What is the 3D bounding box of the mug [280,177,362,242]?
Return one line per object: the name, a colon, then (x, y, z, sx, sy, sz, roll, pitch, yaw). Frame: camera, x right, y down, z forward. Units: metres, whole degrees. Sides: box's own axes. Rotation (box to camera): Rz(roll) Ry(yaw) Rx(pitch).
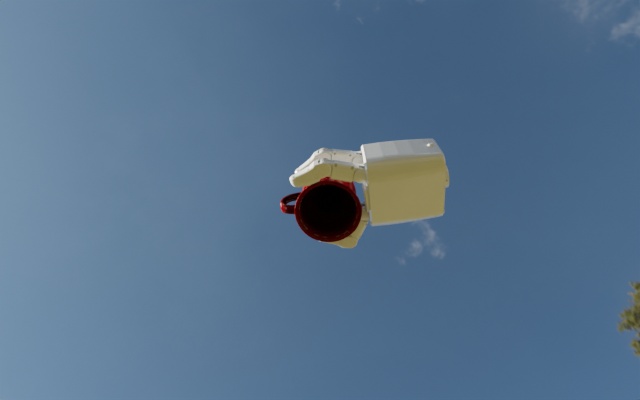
mug: (-0.001, 0.002, 0.695, 0.117, 0.093, 0.081, -5, 22, 4)
